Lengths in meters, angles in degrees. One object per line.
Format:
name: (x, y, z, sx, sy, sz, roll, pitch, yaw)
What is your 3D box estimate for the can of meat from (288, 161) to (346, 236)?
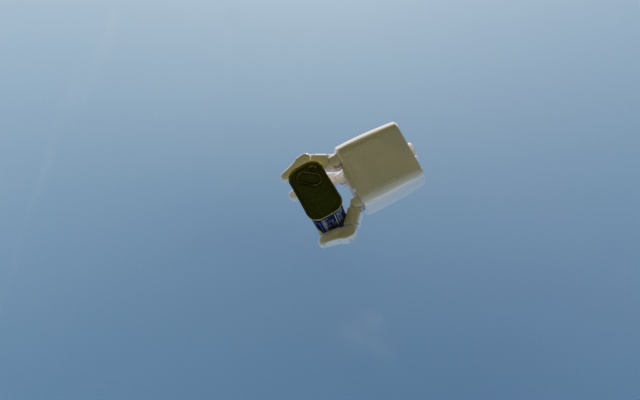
can of meat: (0.000, 0.003, 0.748, 0.057, 0.102, 0.084, -29, -31, -2)
